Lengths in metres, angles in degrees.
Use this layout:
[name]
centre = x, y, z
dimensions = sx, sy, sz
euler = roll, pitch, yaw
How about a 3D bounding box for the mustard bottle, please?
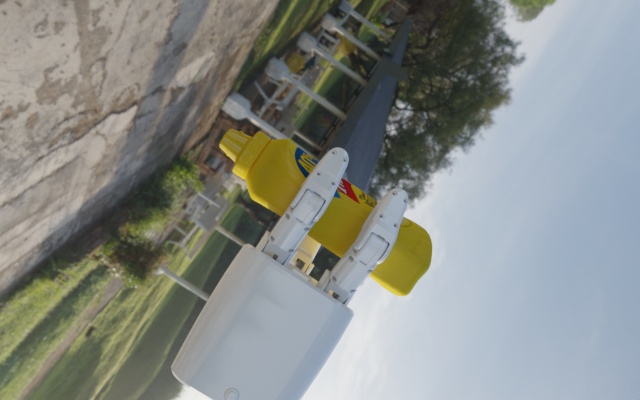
[mustard bottle]
centre = 0.000, 0.001, 0.402
dimensions = 0.191, 0.058, 0.096
euler = 33, 16, -5
